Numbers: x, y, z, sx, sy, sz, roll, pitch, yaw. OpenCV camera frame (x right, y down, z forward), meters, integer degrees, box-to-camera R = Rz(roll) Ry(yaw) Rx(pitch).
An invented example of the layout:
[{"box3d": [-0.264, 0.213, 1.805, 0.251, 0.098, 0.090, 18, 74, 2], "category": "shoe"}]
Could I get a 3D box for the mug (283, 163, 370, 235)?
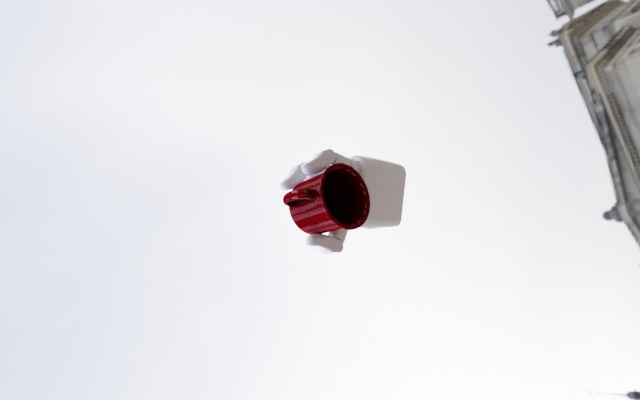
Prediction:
[{"box3d": [-0.001, 0.002, 0.664, 0.117, 0.093, 0.081, 5, -16, -41], "category": "mug"}]
